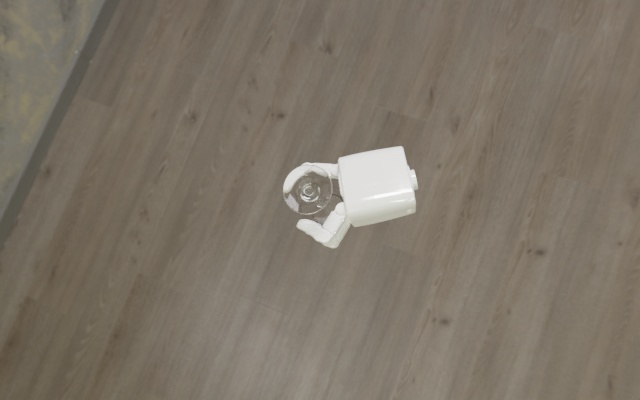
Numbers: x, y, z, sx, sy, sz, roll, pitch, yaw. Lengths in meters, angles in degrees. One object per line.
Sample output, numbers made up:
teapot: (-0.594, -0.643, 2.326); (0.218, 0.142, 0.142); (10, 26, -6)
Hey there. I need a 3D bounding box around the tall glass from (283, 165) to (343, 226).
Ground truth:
tall glass: (0.000, 0.002, 0.789); (0.079, 0.079, 0.201); (0, -11, 11)
